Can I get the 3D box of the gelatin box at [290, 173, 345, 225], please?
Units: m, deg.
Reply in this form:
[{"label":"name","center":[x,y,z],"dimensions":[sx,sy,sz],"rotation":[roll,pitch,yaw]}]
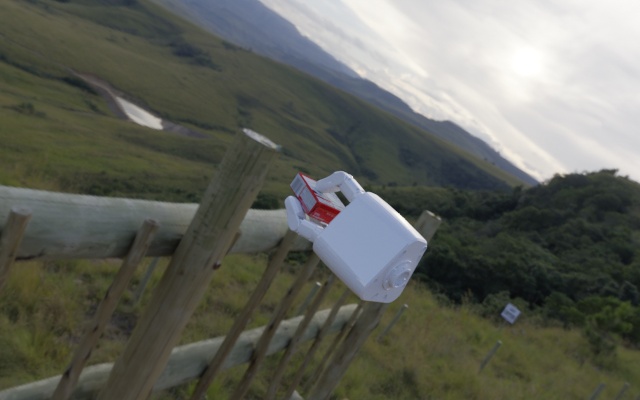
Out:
[{"label":"gelatin box","center":[0.000,0.002,0.732],"dimensions":[0.073,0.030,0.089],"rotation":[25,19,-36]}]
